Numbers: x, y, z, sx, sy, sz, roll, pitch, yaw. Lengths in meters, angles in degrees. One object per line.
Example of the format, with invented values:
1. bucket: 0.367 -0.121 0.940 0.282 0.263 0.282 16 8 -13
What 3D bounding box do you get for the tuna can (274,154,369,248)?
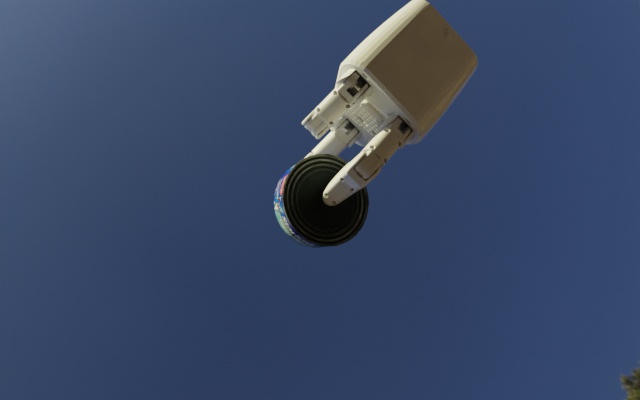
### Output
1. tuna can: 0.000 0.002 0.450 0.086 0.086 0.034 0 -9 -23
